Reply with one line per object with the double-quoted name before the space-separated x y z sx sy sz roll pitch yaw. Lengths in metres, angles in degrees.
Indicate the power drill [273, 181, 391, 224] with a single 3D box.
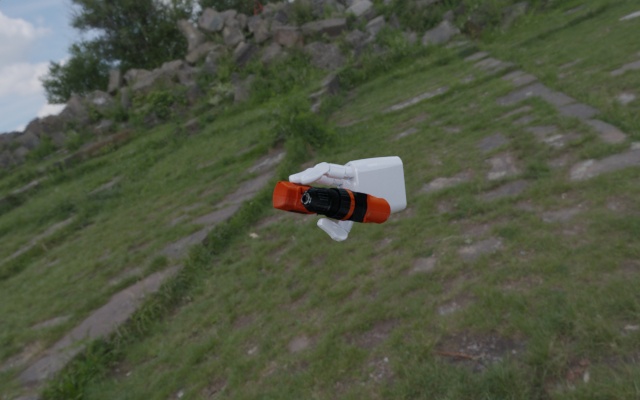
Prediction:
"power drill" 0.000 0.003 0.828 0.184 0.057 0.187 12 -1 -41
